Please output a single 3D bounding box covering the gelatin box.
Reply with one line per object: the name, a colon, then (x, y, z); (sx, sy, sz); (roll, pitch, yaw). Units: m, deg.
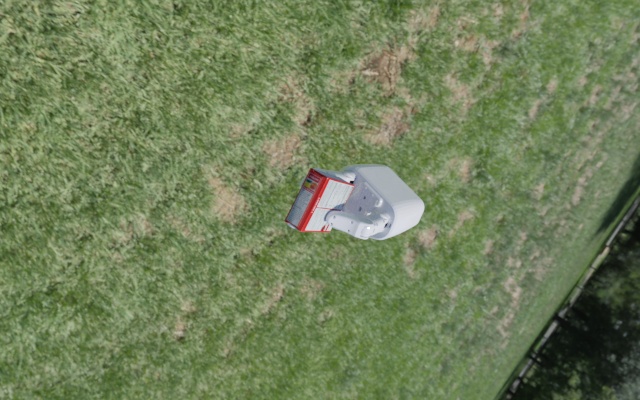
gelatin box: (0.000, 0.002, 0.602); (0.030, 0.073, 0.089); (31, 9, 24)
